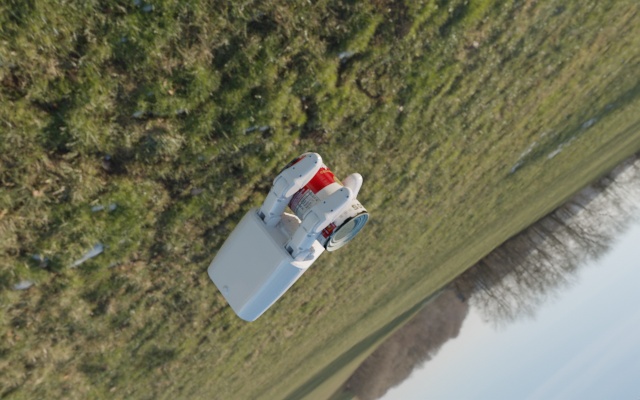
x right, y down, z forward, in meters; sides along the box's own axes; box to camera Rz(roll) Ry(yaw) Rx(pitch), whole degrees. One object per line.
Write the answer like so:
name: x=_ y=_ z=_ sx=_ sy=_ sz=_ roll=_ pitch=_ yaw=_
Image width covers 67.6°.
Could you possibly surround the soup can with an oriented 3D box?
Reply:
soup can: x=0.001 y=0.002 z=0.568 sx=0.068 sy=0.102 sz=0.068 roll=-35 pitch=-22 yaw=-16
